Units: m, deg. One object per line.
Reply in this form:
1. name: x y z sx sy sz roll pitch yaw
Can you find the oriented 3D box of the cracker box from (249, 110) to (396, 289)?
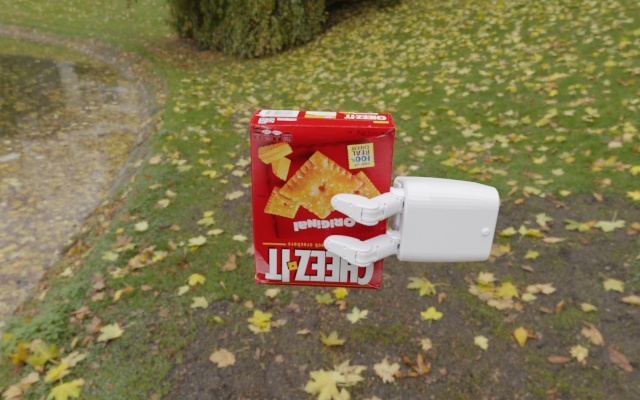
1. cracker box: 0.000 0.002 0.585 0.164 0.214 0.072 2 24 2
